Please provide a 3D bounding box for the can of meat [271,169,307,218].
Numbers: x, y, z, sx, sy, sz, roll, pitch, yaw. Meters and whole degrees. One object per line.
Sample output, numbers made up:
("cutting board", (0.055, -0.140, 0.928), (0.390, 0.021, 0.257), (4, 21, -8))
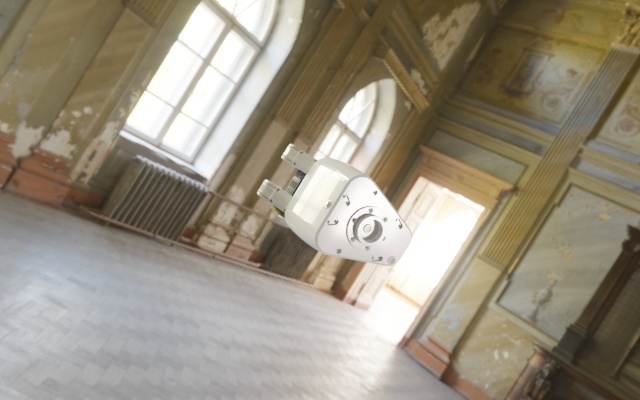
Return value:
("can of meat", (0.000, 0.002, 0.636), (0.102, 0.084, 0.057), (32, 1, -21))
